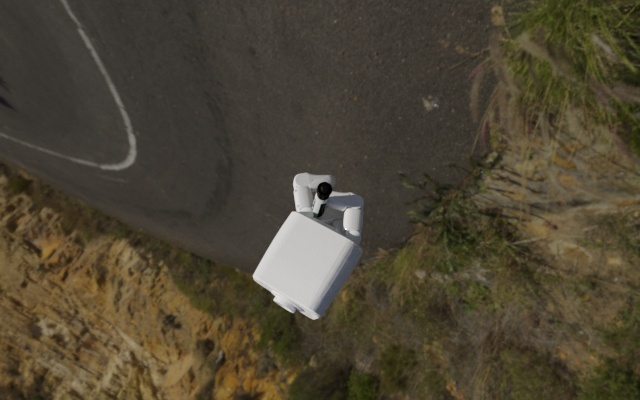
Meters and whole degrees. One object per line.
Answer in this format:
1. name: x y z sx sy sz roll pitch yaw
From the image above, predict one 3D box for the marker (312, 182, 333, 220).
1. marker: 0.000 0.002 0.625 0.020 0.020 0.121 0 -16 -6
